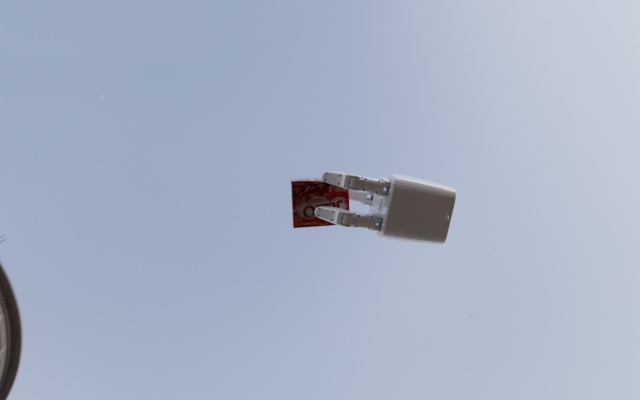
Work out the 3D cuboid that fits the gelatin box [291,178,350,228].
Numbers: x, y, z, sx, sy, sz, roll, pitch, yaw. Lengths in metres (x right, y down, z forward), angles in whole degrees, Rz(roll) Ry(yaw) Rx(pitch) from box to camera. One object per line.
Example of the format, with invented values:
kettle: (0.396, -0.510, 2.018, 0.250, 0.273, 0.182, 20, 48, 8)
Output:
gelatin box: (0.000, 0.002, 0.735, 0.089, 0.073, 0.030, -3, 11, -4)
